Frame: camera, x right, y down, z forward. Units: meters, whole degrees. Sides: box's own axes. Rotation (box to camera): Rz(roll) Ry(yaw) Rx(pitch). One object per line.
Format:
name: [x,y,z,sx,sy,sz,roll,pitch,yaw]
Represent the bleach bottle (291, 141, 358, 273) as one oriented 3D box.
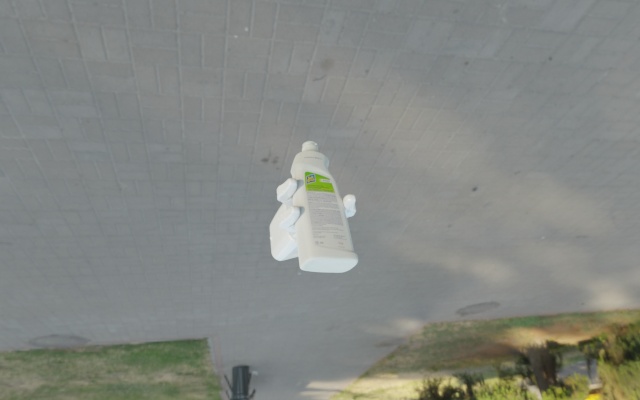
bleach bottle: [0.000,0.003,0.875,0.102,0.250,0.068,6,-31,-24]
